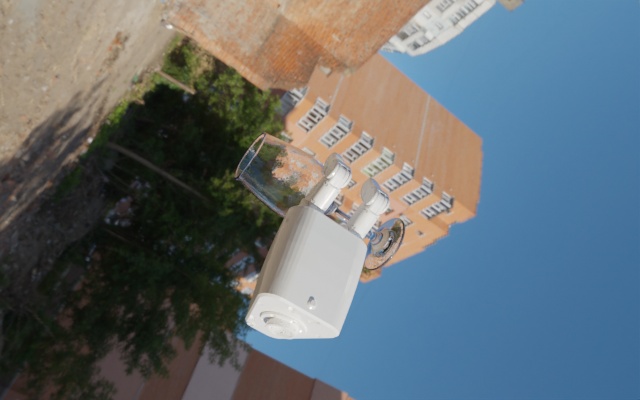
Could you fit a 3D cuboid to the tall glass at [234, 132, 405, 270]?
[{"bbox_3d":[0.001,0.002,0.558,0.201,0.079,0.079,34,-12,-18],"label":"tall glass"}]
